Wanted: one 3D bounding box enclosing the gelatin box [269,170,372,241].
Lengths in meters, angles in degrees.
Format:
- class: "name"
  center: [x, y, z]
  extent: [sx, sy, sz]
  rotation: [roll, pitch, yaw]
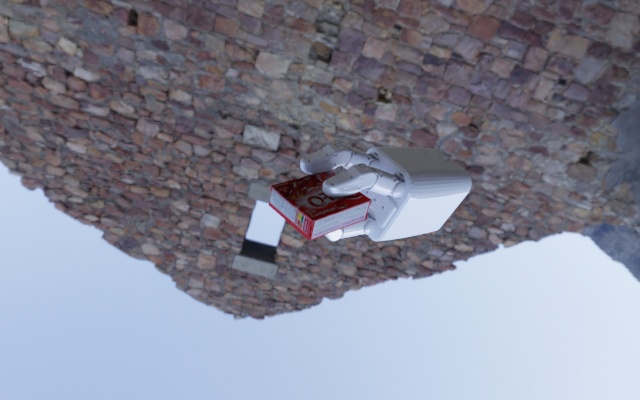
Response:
- class: "gelatin box"
  center: [0.000, 0.002, 0.525]
  extent: [0.089, 0.030, 0.073]
  rotation: [-18, 43, -38]
